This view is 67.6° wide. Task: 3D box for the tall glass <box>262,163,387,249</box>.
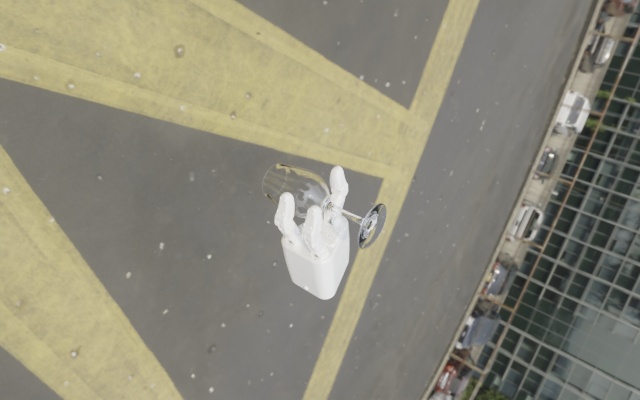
[{"bbox_3d":[0.001,0.003,0.755,0.201,0.079,0.079,25,13,30],"label":"tall glass"}]
